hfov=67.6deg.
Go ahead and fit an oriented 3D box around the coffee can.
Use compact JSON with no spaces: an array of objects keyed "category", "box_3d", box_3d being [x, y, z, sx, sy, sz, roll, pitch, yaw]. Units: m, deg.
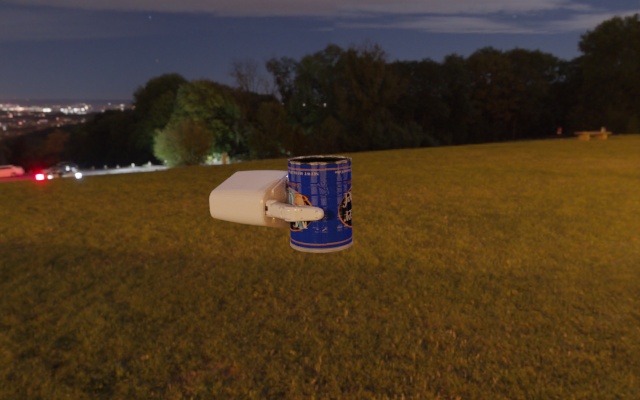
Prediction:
[{"category":"coffee can","box_3d":[0.000,0.003,0.766,0.103,0.140,0.103,-1,11,0]}]
